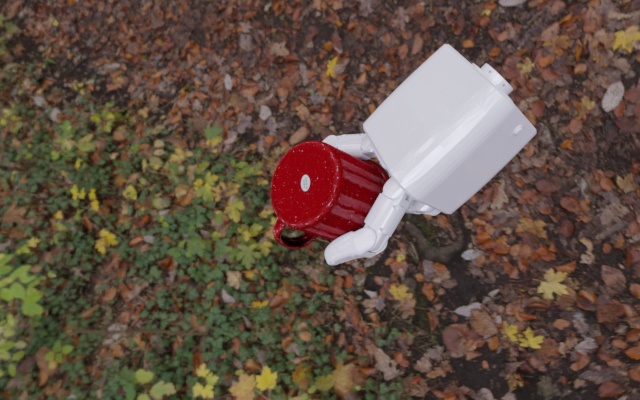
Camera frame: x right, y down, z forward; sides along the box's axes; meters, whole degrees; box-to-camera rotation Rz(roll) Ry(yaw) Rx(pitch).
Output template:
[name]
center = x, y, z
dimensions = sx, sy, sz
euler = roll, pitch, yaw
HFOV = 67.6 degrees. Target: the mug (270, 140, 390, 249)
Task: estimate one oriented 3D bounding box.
[mug]
center = -0.001, 0.002, 0.450
dimensions = 0.117, 0.093, 0.081
euler = -45, -36, 20
